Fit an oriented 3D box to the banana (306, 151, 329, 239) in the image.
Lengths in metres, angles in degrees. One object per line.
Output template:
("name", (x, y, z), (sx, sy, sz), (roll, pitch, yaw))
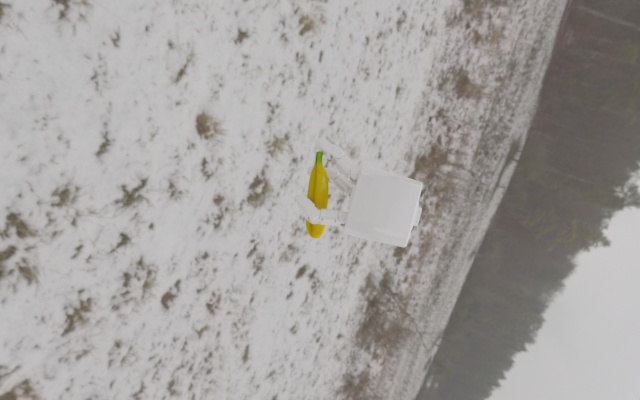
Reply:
("banana", (-0.004, 0.012, 0.860), (0.037, 0.198, 0.069), (12, 41, 8))
